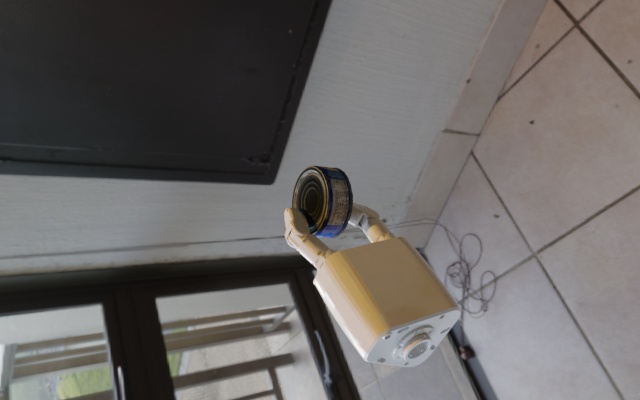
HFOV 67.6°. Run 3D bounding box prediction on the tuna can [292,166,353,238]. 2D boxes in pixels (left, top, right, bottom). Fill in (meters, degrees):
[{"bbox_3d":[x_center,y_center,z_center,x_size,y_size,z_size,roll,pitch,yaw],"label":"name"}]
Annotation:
[{"bbox_3d":[0.000,0.002,0.566,0.034,0.086,0.086,4,-2,-32],"label":"tuna can"}]
